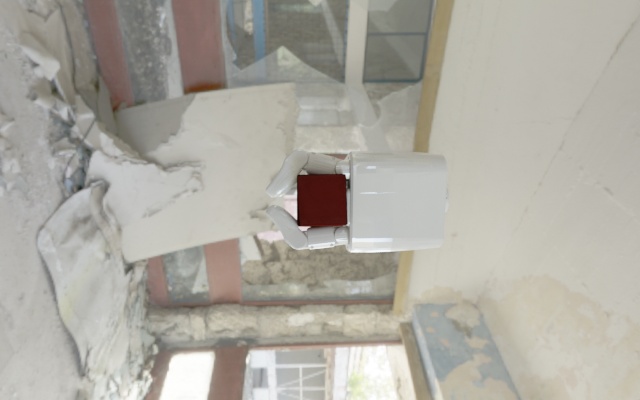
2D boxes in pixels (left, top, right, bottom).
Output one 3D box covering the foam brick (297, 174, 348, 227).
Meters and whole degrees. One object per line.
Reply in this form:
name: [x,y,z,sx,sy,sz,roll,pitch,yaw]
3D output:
foam brick: [0.000,0.002,0.514,0.051,0.053,0.078,0,-4,-3]
